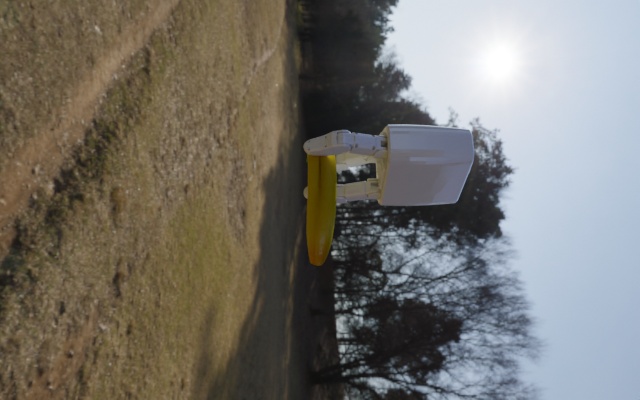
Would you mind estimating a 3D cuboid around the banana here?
[{"bbox_3d":[0.001,-0.014,0.596,0.037,0.070,0.197,2,44,-3],"label":"banana"}]
